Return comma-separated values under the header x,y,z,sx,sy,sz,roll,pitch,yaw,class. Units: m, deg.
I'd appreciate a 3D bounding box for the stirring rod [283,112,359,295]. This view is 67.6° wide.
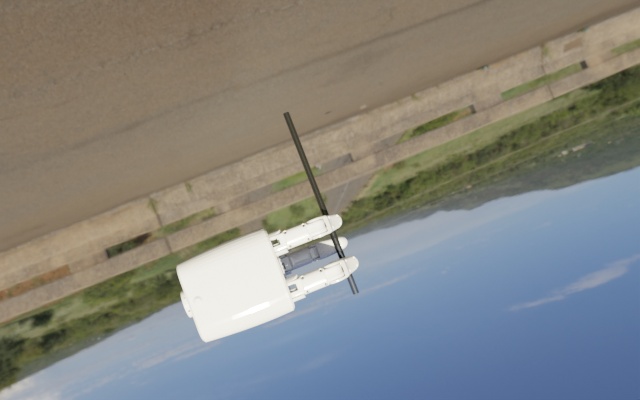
x,y,z,sx,sy,sz,roll,pitch,yaw,class
0.000,0.002,0.592,0.011,0.239,0.011,-21,-4,-2,stirring rod
